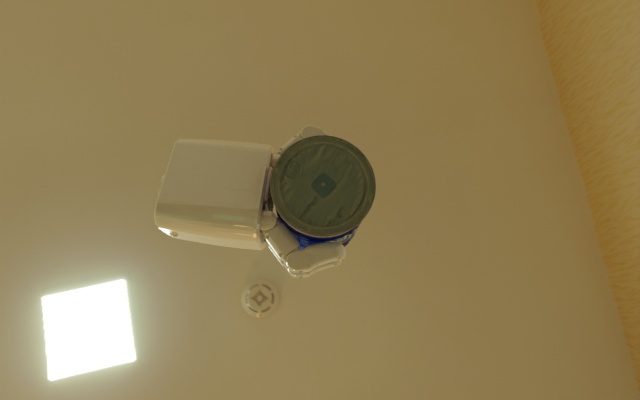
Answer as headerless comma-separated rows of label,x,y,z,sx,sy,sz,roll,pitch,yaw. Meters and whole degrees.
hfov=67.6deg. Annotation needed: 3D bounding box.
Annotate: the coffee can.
coffee can,0.000,0.002,0.528,0.103,0.102,0.140,0,-15,-2
